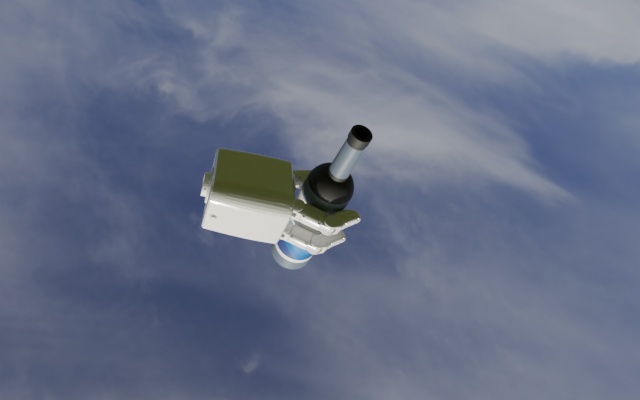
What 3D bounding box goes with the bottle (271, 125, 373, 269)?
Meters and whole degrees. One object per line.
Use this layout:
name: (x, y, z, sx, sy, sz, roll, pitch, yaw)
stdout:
bottle: (0.000, 0.002, 0.671, 0.069, 0.069, 0.296, 0, -34, -23)
